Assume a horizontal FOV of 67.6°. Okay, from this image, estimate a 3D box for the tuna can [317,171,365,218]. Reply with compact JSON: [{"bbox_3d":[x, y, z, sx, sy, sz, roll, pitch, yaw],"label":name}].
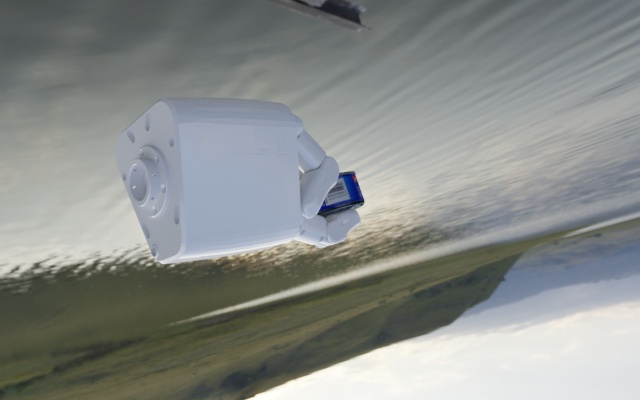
[{"bbox_3d":[0.000,0.002,0.477,0.086,0.033,0.086,-19,-7,-2],"label":"tuna can"}]
